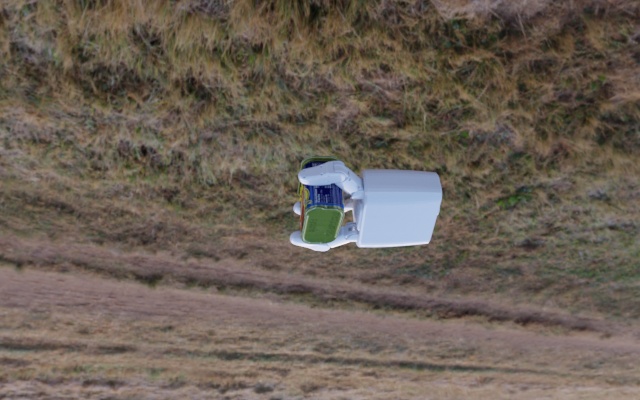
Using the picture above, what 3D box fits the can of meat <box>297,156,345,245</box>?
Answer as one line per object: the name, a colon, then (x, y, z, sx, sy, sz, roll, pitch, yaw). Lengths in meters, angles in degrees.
can of meat: (0.000, 0.002, 0.662, 0.057, 0.084, 0.102, 1, -34, -7)
